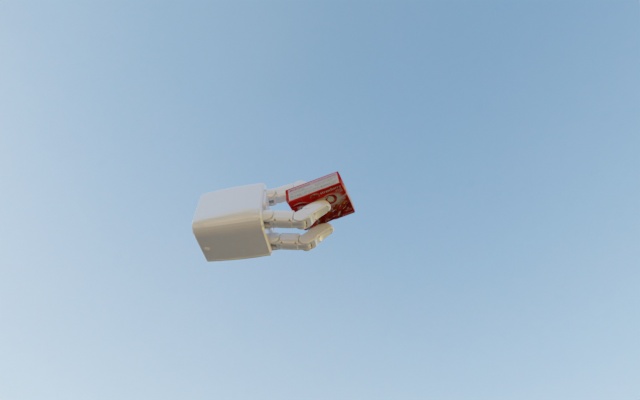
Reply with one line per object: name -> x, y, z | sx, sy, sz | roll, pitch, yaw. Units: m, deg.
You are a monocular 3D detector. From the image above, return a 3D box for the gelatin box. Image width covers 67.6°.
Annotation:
gelatin box -> 0.000, 0.002, 0.736 | 0.089, 0.030, 0.073 | -20, -45, 8
